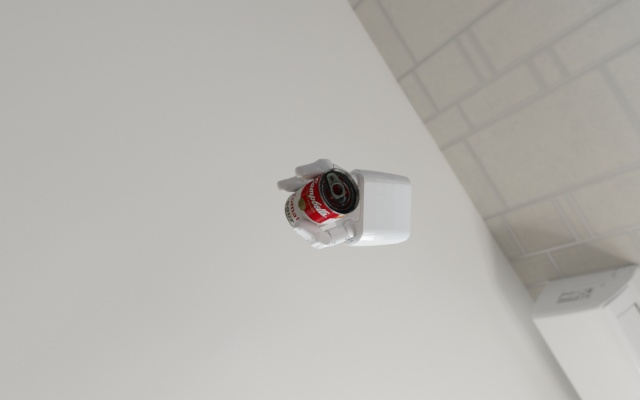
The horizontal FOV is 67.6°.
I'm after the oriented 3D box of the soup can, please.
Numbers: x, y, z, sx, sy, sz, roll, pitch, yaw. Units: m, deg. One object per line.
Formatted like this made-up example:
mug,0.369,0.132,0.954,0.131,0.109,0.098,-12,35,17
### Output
soup can,0.000,0.002,0.696,0.068,0.068,0.102,0,-18,-34
